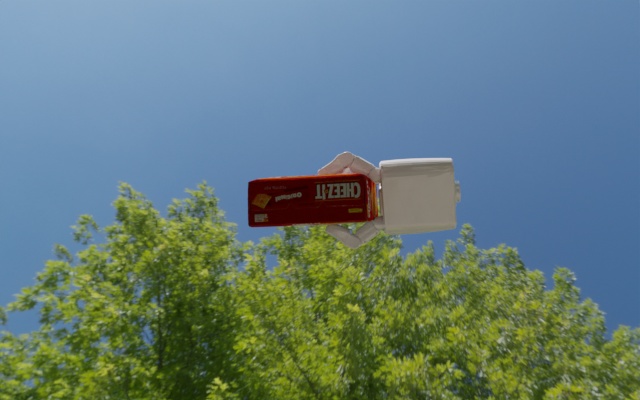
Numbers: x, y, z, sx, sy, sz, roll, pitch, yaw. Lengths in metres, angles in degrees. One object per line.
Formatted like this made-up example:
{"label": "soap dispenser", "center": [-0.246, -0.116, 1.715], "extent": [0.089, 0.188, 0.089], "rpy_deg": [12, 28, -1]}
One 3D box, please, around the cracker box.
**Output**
{"label": "cracker box", "center": [0.000, 0.003, 0.732], "extent": [0.164, 0.072, 0.214], "rpy_deg": [-4, -3, 10]}
